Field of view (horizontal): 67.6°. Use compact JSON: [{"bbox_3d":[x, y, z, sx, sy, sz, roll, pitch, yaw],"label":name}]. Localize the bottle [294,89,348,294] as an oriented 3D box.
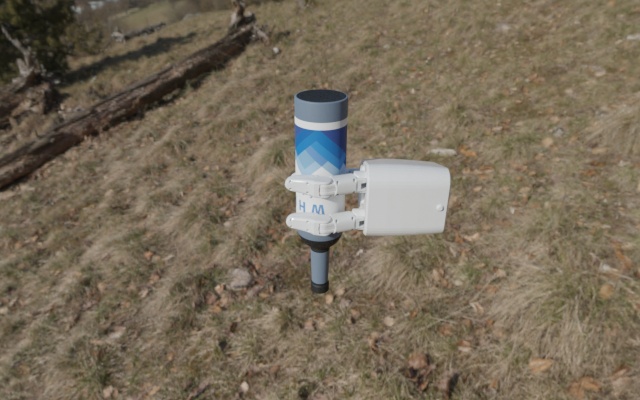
[{"bbox_3d":[0.000,0.002,0.654,0.069,0.296,0.069,0,27,0],"label":"bottle"}]
